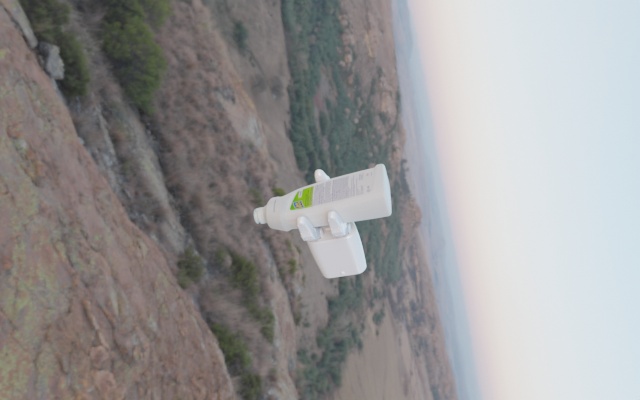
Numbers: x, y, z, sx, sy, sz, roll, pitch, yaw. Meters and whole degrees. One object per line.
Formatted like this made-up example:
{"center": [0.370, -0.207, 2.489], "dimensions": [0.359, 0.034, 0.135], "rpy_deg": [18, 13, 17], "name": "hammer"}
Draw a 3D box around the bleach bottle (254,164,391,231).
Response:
{"center": [0.000, 0.003, 0.877], "dimensions": [0.251, 0.068, 0.102], "rpy_deg": [-10, 37, 13], "name": "bleach bottle"}
